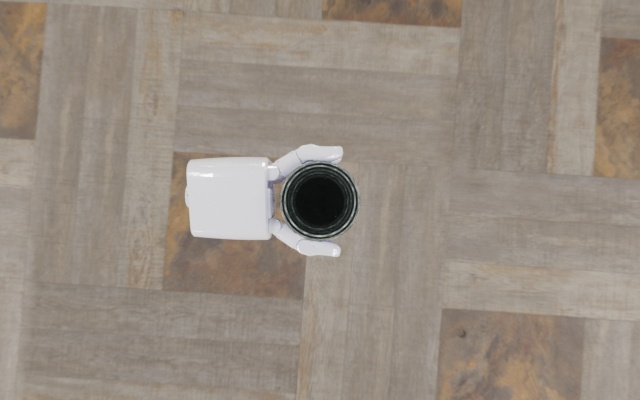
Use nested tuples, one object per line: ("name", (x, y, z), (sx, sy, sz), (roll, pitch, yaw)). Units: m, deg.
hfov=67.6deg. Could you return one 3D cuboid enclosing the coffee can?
("coffee can", (0.000, 0.002, 0.668), (0.103, 0.103, 0.140), (0, -1, 1))
